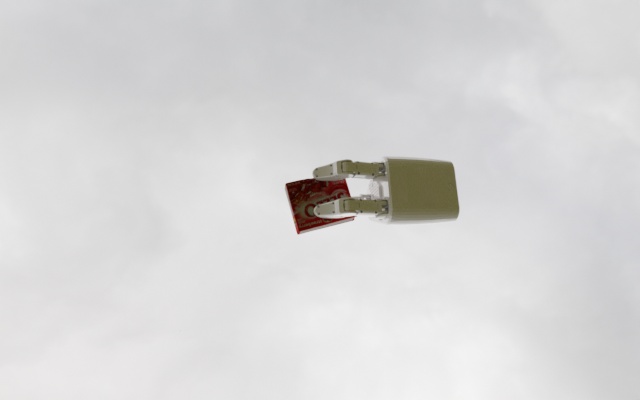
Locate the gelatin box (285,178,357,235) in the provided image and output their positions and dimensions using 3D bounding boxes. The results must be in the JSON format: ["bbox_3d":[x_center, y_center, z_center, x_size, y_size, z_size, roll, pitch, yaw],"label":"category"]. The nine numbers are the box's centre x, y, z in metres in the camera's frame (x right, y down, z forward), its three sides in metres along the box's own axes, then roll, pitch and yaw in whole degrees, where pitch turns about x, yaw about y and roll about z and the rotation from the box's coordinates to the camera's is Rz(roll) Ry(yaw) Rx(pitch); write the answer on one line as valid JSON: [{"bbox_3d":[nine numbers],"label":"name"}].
[{"bbox_3d":[0.000,0.002,0.685,0.089,0.073,0.030,-14,-13,-10],"label":"gelatin box"}]
